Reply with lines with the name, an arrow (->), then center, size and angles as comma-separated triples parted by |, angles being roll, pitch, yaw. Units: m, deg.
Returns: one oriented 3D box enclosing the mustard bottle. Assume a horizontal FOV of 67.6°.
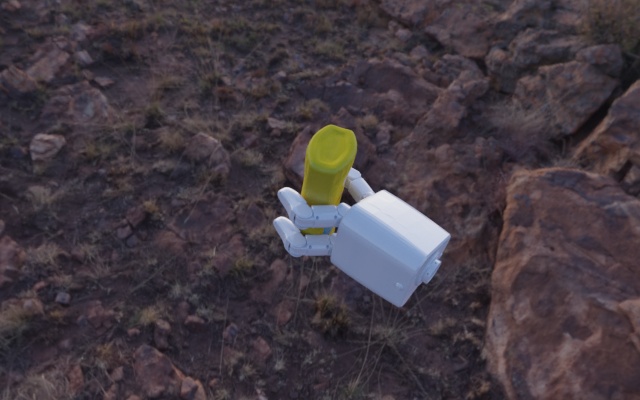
mustard bottle -> 0.000, 0.002, 0.632 | 0.058, 0.192, 0.096 | 16, 44, 4
